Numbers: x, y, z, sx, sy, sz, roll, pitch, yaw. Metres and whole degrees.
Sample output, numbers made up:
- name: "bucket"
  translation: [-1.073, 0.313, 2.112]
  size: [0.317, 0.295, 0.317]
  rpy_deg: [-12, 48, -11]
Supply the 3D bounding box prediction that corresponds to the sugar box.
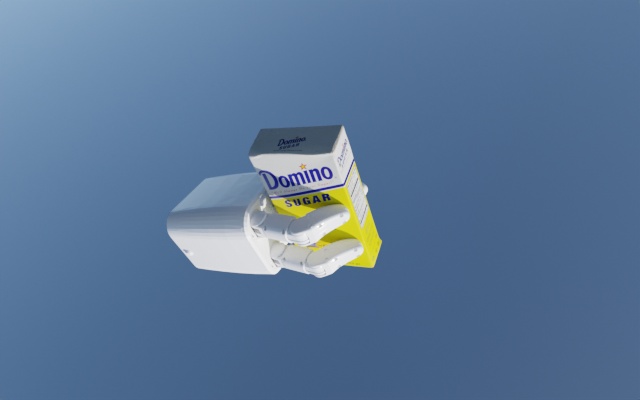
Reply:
- name: "sugar box"
  translation: [0.000, 0.002, 0.508]
  size: [0.093, 0.048, 0.176]
  rpy_deg: [1, -40, 25]
